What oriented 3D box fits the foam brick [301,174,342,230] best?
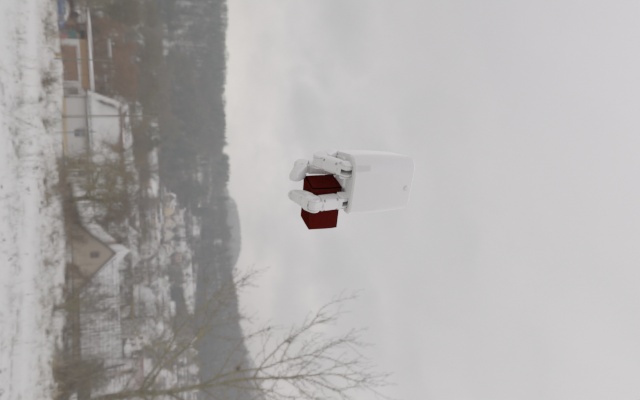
[{"bbox_3d":[0.000,0.003,0.794,0.051,0.078,0.053,-3,29,-18],"label":"foam brick"}]
